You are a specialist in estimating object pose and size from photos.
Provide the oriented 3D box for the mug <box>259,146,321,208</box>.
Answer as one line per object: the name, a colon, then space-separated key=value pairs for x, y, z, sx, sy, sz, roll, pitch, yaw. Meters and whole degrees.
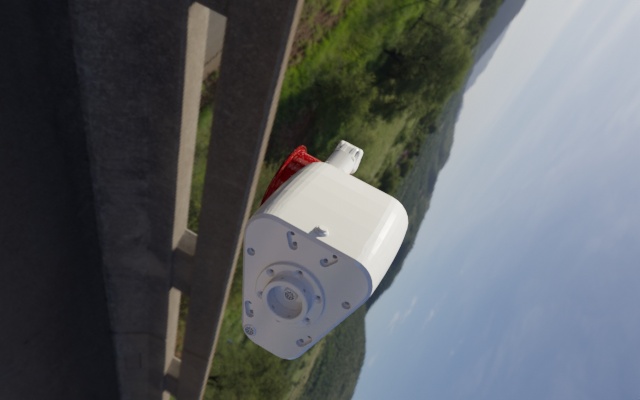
mug: x=0.001 y=0.001 z=0.480 sx=0.081 sy=0.093 sz=0.117 roll=29 pitch=28 yaw=8
